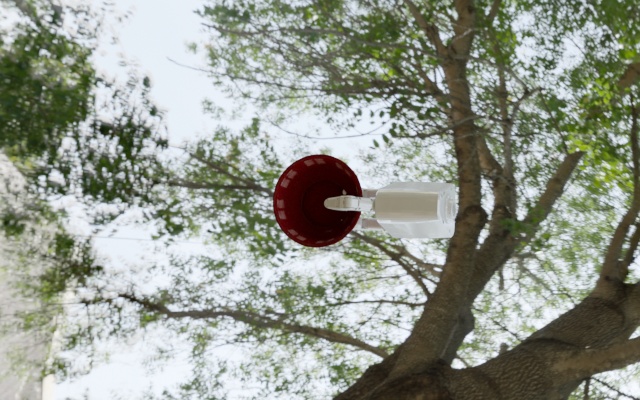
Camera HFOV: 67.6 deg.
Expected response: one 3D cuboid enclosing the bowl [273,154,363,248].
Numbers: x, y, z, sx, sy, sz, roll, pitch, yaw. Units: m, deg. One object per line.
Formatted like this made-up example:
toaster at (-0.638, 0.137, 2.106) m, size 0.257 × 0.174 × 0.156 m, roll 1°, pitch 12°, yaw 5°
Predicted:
bowl at (-0.001, 0.002, 0.841) m, size 0.162 × 0.162 × 0.055 m, roll 0°, pitch -6°, yaw 16°
